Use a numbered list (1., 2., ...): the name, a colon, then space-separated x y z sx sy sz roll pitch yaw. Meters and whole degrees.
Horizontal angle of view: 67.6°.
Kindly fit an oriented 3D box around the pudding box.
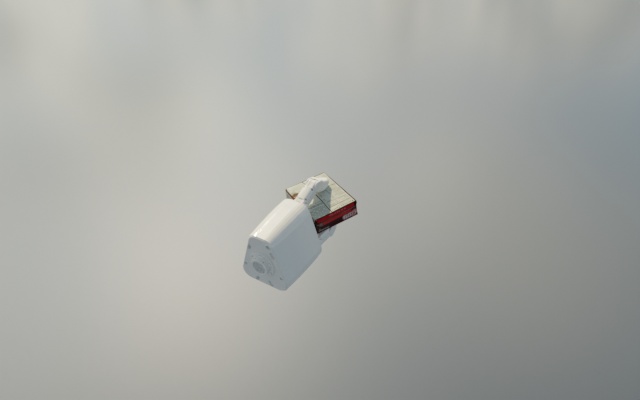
1. pudding box: 0.000 0.003 0.867 0.090 0.039 0.113 -24 44 -21
